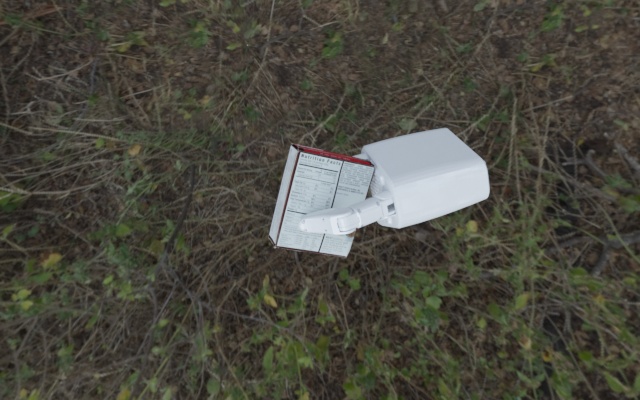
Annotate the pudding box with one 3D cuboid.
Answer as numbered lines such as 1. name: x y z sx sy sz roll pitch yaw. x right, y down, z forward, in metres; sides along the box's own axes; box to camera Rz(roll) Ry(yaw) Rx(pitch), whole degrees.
1. pudding box: 0.000 0.002 0.522 0.090 0.113 0.039 11 13 -18
